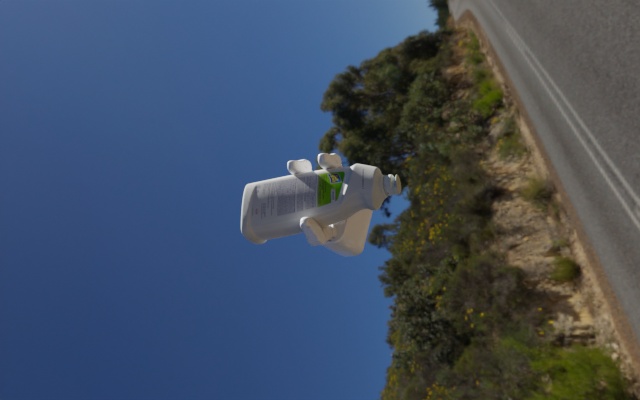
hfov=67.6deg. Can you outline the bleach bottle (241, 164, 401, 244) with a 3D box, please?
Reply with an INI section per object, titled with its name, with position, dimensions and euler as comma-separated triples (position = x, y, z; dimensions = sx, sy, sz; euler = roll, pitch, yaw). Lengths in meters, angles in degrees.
[bleach bottle]
position = 0.000, 0.002, 0.744
dimensions = 0.251, 0.102, 0.068
euler = -9, -25, 22
